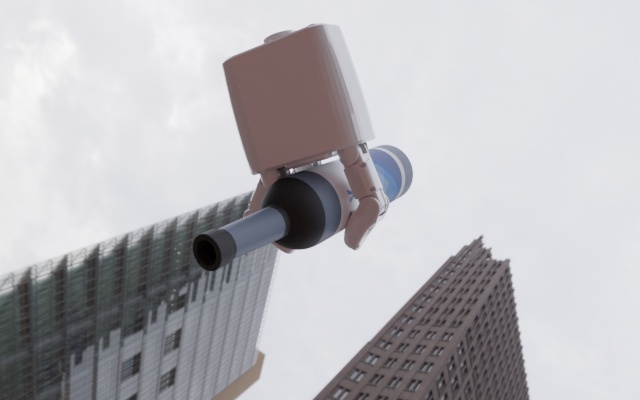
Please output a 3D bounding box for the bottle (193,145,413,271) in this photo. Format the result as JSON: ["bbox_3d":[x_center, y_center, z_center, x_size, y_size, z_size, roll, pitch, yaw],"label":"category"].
[{"bbox_3d":[0.000,0.001,0.447,0.069,0.069,0.295,0,14,33],"label":"bottle"}]
